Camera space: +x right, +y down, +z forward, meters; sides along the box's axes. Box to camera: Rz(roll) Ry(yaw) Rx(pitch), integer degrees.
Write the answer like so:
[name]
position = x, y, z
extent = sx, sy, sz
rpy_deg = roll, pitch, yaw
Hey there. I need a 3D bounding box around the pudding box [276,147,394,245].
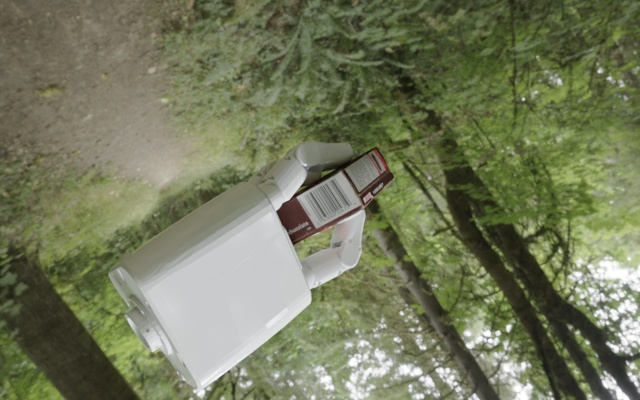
[pudding box]
position = 0.000, 0.002, 0.423
extent = 0.113, 0.039, 0.090
rpy_deg = -27, 6, 30
